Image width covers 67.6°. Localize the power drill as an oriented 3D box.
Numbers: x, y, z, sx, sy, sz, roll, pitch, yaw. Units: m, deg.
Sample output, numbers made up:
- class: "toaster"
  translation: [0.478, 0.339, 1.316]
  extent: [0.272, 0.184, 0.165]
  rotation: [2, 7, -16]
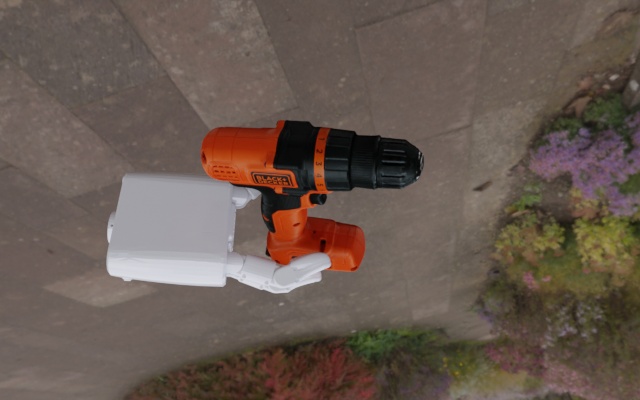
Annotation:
- class: "power drill"
  translation: [0.000, 0.002, 0.450]
  extent: [0.184, 0.057, 0.188]
  rotation: [6, -33, 13]
